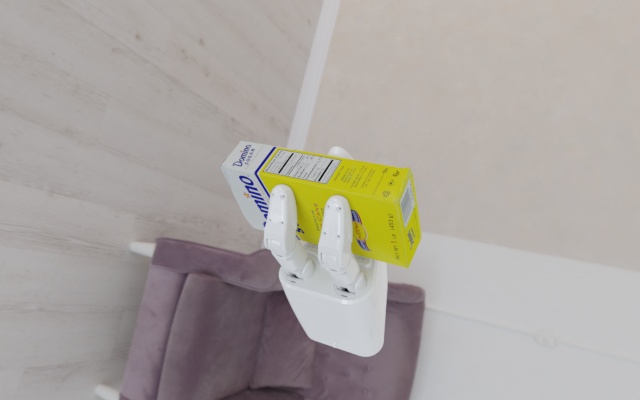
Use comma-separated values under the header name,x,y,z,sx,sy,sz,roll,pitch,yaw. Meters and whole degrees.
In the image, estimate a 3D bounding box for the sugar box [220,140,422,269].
name,x,y,z,sx,sy,sz,roll,pitch,yaw
sugar box,0.000,0.002,0.442,0.176,0.048,0.093,9,-39,26
